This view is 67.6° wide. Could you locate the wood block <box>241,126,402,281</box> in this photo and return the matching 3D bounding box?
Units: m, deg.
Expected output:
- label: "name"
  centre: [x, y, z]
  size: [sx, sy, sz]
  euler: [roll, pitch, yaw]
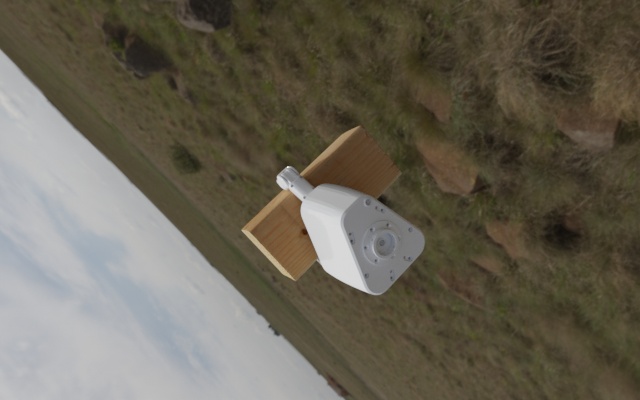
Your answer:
- label: "wood block"
  centre: [0.000, 0.002, 0.663]
  size: [0.206, 0.091, 0.090]
  euler: [-44, 10, -13]
